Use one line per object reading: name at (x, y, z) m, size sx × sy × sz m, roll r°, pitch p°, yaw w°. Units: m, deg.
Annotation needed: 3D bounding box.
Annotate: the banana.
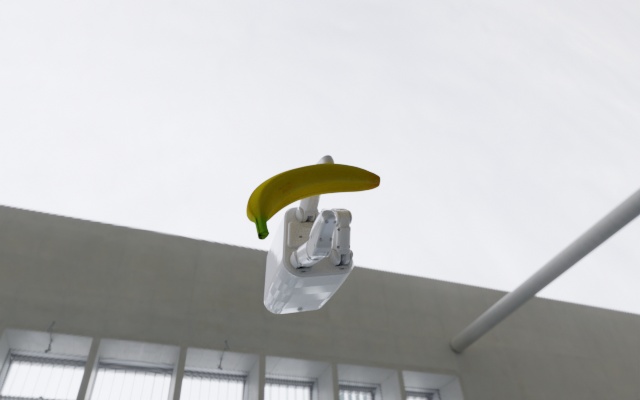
banana at (-0.014, -0.010, 0.538) m, size 0.197 × 0.069 × 0.037 m, roll -25°, pitch -26°, yaw -41°
